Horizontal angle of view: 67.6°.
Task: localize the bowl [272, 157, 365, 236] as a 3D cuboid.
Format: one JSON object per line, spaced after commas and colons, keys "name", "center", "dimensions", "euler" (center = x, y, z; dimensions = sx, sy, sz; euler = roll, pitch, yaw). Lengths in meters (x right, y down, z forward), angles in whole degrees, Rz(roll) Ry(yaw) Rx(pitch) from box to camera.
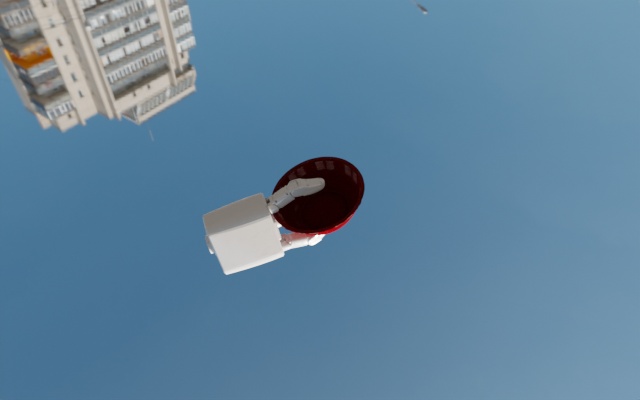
{"name": "bowl", "center": [0.002, 0.003, 0.809], "dimensions": [0.162, 0.162, 0.055], "euler": [0, -37, 20]}
